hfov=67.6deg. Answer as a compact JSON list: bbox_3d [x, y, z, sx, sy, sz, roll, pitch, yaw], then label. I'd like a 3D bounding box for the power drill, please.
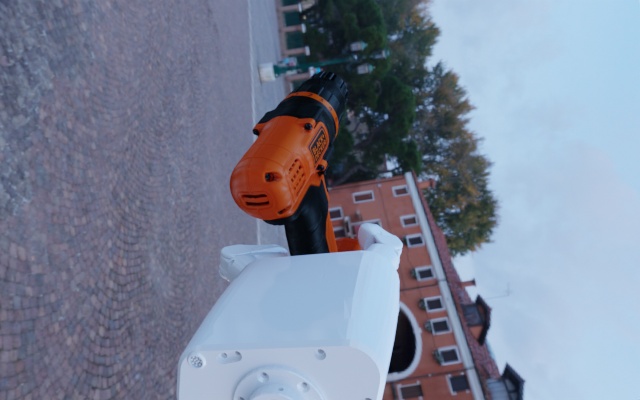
[{"bbox_3d":[0.000,0.002,0.408,0.057,0.188,0.184,-3,34,24],"label":"power drill"}]
